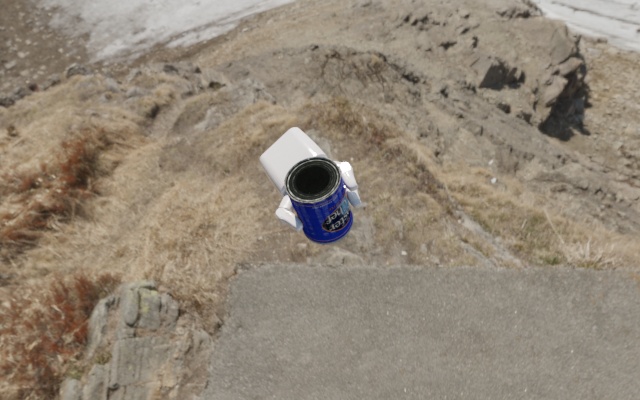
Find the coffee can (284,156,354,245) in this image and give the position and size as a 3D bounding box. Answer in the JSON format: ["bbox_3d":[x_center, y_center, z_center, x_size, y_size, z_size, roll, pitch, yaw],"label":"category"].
[{"bbox_3d":[0.000,0.003,0.880,0.103,0.102,0.140,0,-35,14],"label":"coffee can"}]
